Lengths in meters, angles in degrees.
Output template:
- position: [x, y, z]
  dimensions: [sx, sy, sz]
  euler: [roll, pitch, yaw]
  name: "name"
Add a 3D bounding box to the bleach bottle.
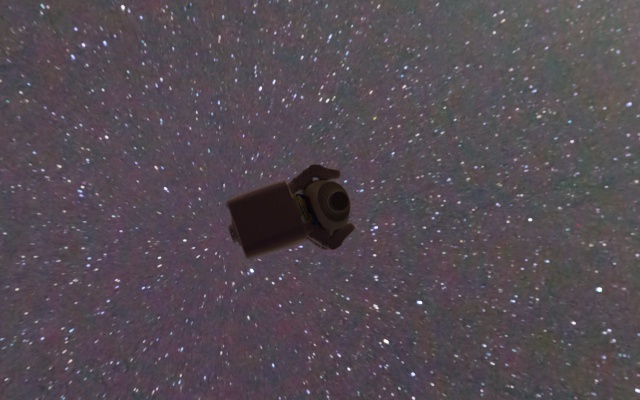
- position: [0.000, 0.003, 0.827]
  dimensions: [0.068, 0.102, 0.251]
  euler: [-19, -1, -13]
  name: "bleach bottle"
